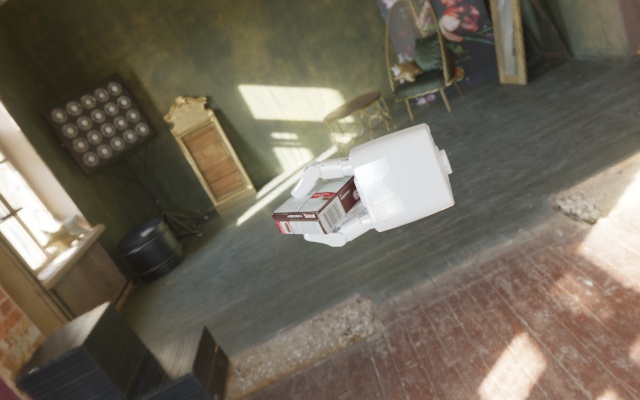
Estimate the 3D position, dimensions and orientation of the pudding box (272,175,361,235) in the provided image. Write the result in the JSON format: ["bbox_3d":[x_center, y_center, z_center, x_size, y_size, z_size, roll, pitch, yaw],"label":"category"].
[{"bbox_3d":[0.000,0.002,0.672,0.090,0.039,0.113,-4,29,42],"label":"pudding box"}]
